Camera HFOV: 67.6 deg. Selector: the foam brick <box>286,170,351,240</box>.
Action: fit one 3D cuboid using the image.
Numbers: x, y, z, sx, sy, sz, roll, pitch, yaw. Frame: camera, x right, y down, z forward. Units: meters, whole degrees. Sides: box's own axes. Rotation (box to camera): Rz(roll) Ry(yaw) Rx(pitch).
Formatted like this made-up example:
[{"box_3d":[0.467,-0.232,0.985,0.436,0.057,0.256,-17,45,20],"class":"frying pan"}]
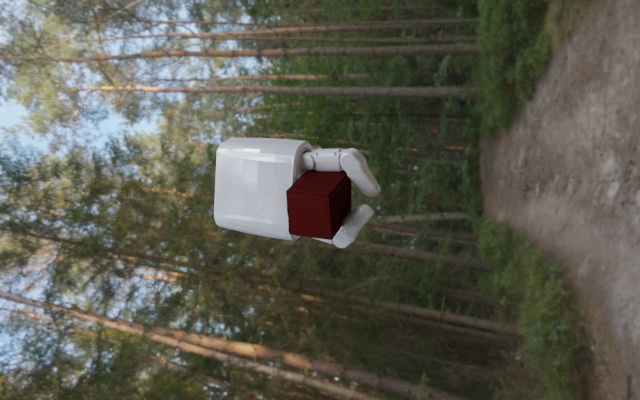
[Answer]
[{"box_3d":[0.000,0.002,0.531,0.051,0.053,0.078,7,25,18],"class":"foam brick"}]
